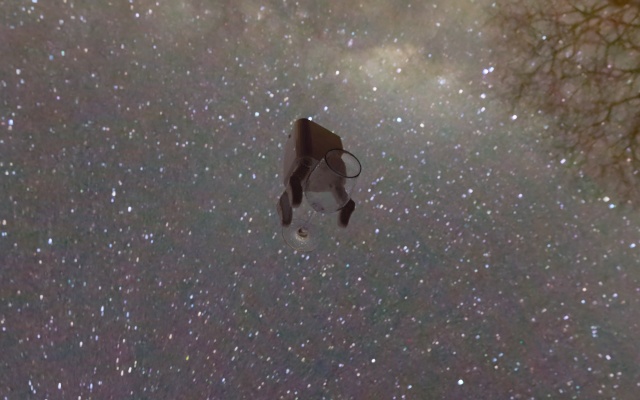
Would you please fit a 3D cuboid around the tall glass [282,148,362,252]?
[{"bbox_3d":[0.000,0.003,0.809,0.079,0.079,0.201,0,-38,-27],"label":"tall glass"}]
